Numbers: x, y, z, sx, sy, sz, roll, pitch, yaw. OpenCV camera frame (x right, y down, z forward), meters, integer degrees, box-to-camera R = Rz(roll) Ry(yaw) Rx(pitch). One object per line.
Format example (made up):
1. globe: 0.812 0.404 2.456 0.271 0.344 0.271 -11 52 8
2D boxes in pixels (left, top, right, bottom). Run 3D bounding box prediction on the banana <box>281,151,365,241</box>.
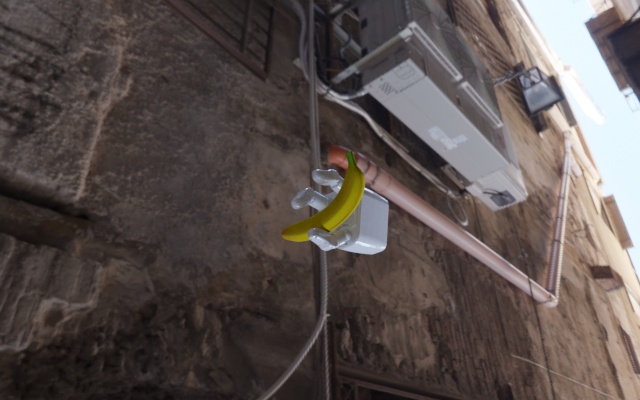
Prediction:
1. banana: 0.013 0.014 0.785 0.198 0.069 0.037 -49 -25 22
